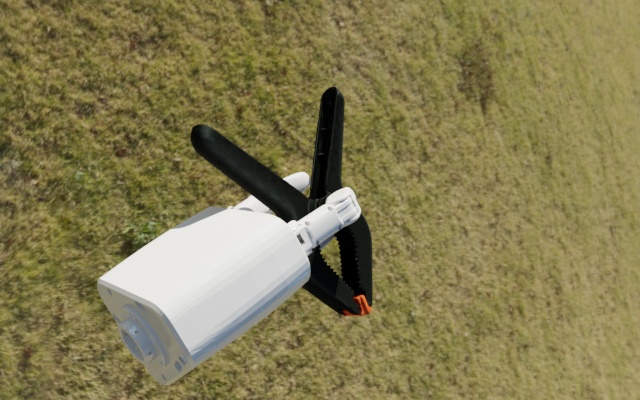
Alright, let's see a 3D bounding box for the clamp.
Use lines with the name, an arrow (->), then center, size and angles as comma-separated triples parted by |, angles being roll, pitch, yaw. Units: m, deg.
clamp -> 0.001, 0.002, 0.426 | 0.164, 0.210, 0.036 | -35, 11, -38
